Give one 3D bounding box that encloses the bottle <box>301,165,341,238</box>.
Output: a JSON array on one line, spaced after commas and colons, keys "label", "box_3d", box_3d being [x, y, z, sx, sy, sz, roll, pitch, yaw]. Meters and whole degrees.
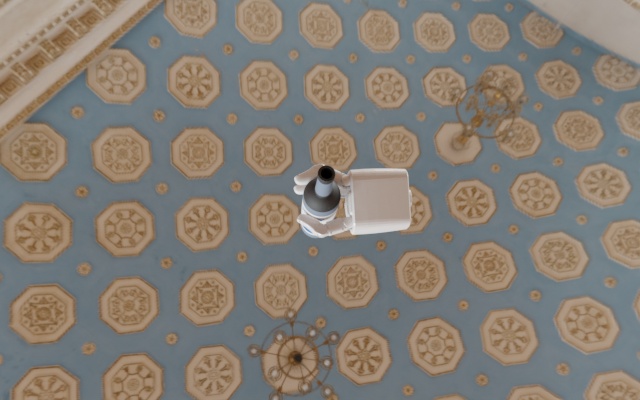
[{"label": "bottle", "box_3d": [0.000, 0.003, 0.871, 0.069, 0.069, 0.296, 0, -18, -4]}]
